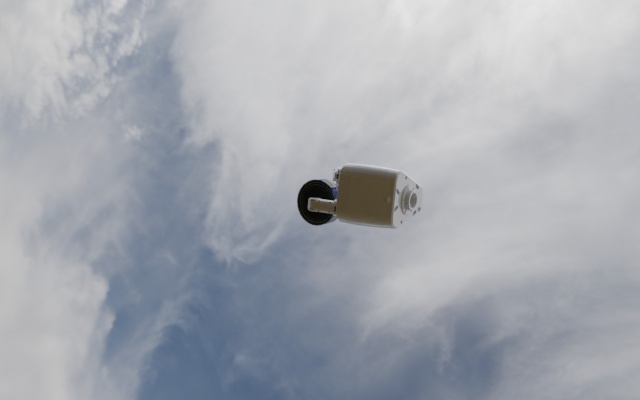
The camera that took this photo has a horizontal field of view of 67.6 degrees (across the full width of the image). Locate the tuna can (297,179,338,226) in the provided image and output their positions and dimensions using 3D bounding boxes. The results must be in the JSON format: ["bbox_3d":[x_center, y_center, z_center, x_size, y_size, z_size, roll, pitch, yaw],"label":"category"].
[{"bbox_3d":[0.000,0.003,0.895,0.086,0.086,0.034,0,4,34],"label":"tuna can"}]
